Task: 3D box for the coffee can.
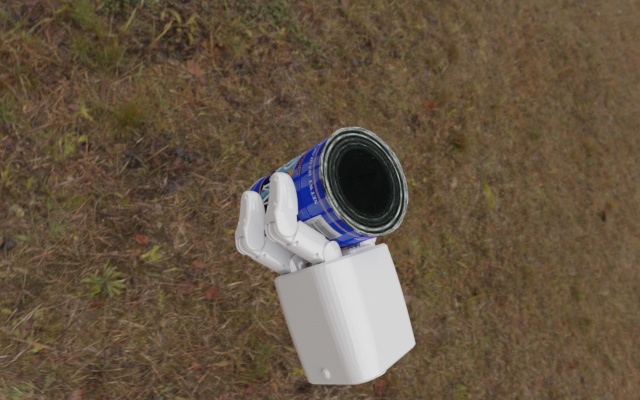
[{"bbox_3d":[0.000,0.001,0.473,0.103,0.102,0.140,0,-16,-38],"label":"coffee can"}]
